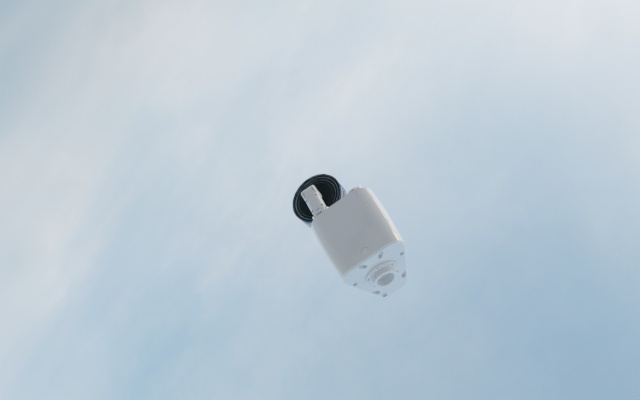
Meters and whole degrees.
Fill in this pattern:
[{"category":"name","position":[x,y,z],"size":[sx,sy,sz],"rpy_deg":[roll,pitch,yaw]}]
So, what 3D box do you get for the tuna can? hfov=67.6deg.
[{"category":"tuna can","position":[0.000,0.003,0.759],"size":[0.086,0.086,0.034],"rpy_deg":[0,-28,32]}]
